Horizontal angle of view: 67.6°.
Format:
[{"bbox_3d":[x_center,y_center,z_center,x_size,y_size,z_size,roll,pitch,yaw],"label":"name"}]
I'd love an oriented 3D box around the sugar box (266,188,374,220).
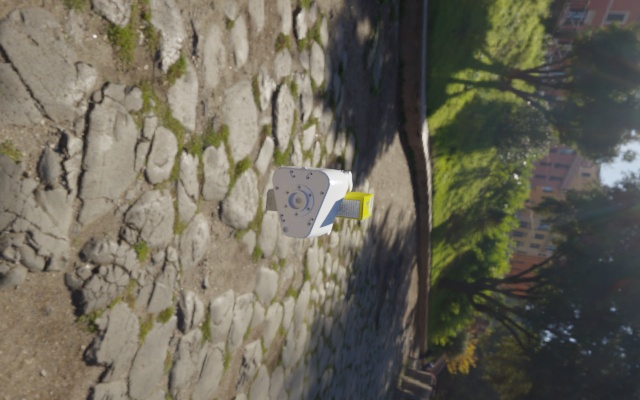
[{"bbox_3d":[0.000,0.002,0.858,0.176,0.048,0.093,8,6,15],"label":"sugar box"}]
